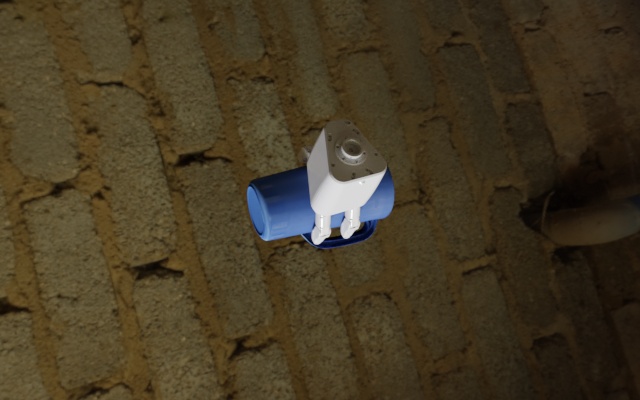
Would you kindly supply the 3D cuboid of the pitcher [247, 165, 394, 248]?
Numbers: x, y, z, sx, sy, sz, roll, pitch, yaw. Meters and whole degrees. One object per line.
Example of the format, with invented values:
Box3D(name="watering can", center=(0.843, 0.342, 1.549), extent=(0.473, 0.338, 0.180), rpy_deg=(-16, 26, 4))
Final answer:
Box3D(name="pitcher", center=(0.000, 0.003, 0.856), extent=(0.243, 0.149, 0.145), rpy_deg=(-13, -22, -21))
